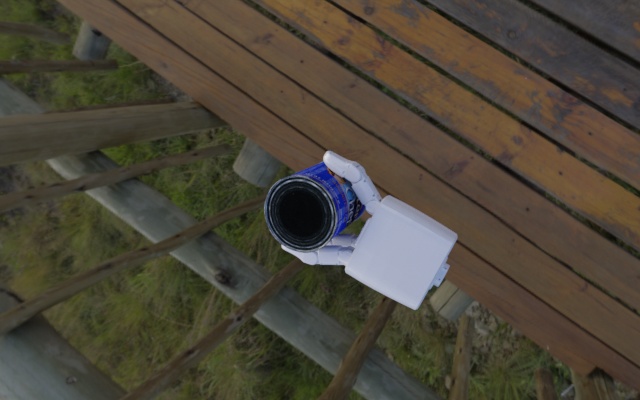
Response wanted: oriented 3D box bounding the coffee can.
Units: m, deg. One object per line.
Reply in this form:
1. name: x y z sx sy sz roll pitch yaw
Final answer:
1. coffee can: 0.000 0.002 0.666 0.103 0.103 0.140 0 13 23
